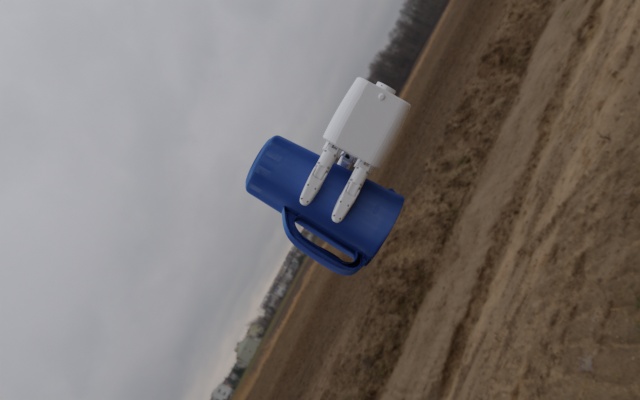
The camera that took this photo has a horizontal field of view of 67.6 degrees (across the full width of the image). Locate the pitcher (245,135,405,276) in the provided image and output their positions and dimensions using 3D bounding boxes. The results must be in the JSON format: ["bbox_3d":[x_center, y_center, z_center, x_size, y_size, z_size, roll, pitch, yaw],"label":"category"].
[{"bbox_3d":[0.000,0.002,0.777,0.243,0.145,0.149,29,12,1],"label":"pitcher"}]
